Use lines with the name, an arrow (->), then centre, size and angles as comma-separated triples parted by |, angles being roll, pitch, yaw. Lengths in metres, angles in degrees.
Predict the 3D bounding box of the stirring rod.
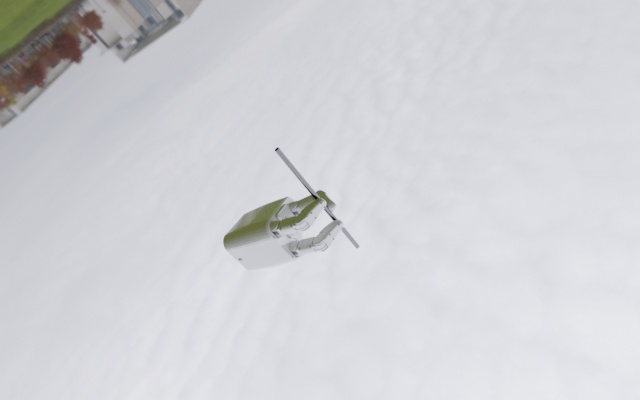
stirring rod -> 0.000, 0.002, 0.771 | 0.011, 0.011, 0.240 | 0, -41, 45
